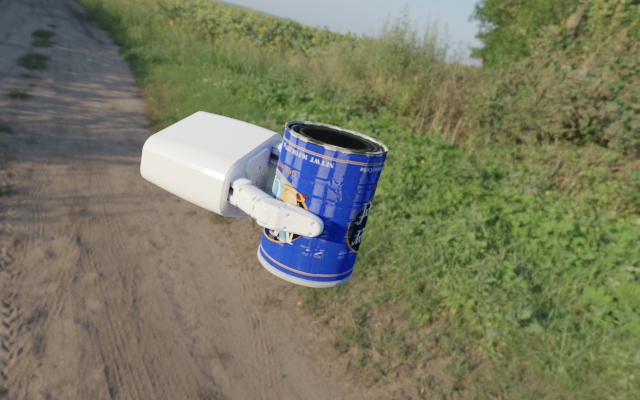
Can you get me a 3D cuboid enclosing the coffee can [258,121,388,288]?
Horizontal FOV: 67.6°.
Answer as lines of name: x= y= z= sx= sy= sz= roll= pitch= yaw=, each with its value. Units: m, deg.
coffee can: x=0.000 y=0.002 z=0.483 sx=0.103 sy=0.140 sz=0.102 roll=13 pitch=19 yaw=-4
